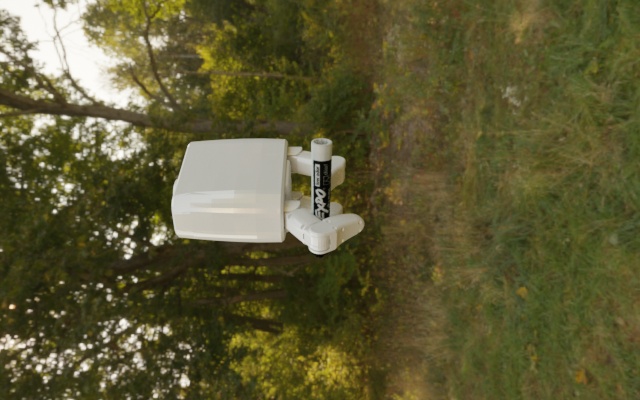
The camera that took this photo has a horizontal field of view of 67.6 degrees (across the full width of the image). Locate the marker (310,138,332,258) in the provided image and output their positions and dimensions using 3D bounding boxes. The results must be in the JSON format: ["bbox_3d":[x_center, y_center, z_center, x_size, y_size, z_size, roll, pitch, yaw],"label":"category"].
[{"bbox_3d":[0.000,0.001,0.449,0.020,0.121,0.020,1,28,0],"label":"marker"}]
